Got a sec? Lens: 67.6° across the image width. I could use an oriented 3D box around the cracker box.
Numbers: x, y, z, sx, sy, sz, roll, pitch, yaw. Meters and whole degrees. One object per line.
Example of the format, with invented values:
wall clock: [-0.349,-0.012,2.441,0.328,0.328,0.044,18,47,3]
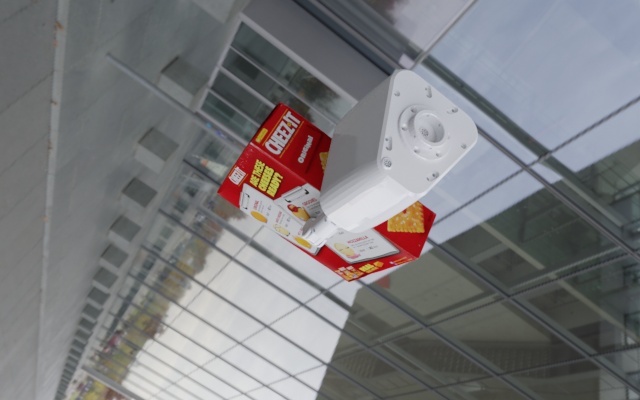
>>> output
cracker box: [0.000,0.002,0.564,0.214,0.072,0.164,35,-28,-10]
